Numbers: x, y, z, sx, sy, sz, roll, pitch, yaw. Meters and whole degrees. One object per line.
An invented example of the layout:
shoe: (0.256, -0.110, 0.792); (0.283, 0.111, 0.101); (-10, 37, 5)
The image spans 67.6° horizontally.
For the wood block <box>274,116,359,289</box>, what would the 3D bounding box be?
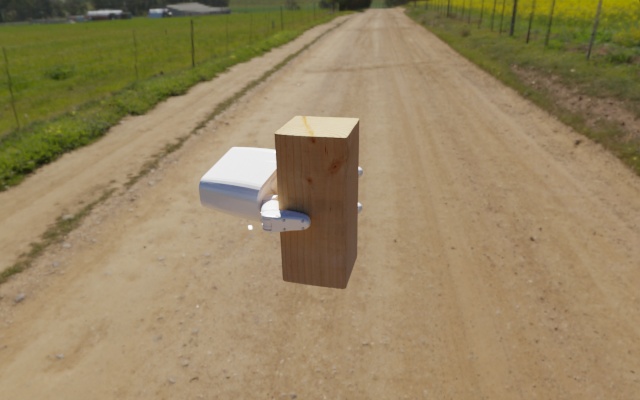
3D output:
wood block: (0.000, 0.002, 0.630); (0.090, 0.206, 0.090); (5, 25, 14)
